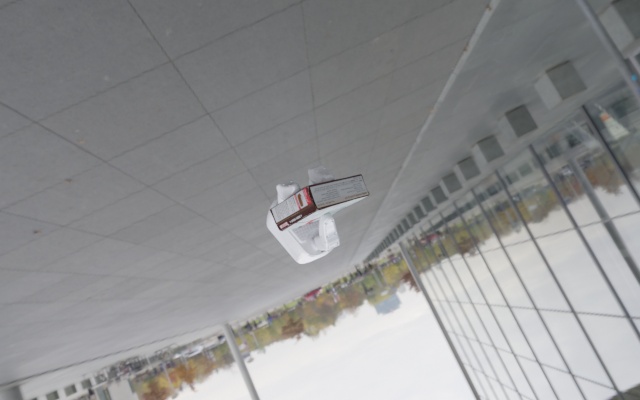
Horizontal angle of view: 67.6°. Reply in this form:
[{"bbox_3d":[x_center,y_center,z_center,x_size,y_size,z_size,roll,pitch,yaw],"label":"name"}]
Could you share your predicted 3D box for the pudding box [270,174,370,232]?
[{"bbox_3d":[0.000,0.002,0.671,0.113,0.039,0.090,-17,-10,-45],"label":"pudding box"}]
